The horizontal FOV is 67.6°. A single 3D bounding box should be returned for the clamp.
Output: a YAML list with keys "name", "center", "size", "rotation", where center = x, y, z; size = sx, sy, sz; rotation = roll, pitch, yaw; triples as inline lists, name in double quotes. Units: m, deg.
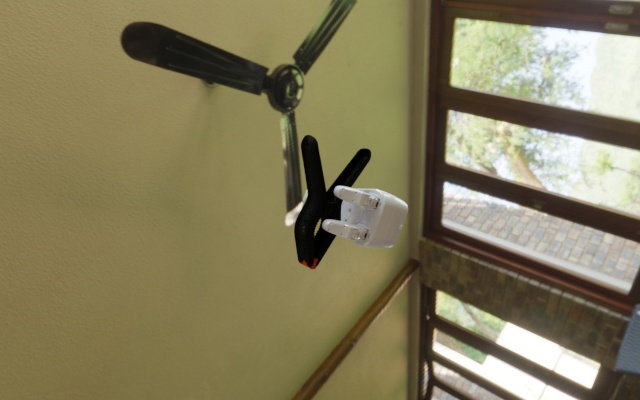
- name: "clamp"
  center: [-0.001, 0.003, 0.732]
  size: [0.036, 0.210, 0.164]
  rotation: [22, 4, 37]
